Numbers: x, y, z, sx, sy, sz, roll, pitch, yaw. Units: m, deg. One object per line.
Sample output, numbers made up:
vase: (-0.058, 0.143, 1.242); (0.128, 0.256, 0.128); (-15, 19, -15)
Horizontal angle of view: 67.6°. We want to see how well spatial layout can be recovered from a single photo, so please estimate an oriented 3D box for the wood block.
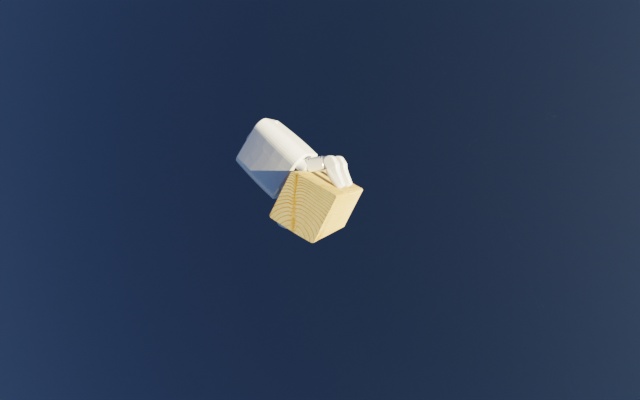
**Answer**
wood block: (0.000, 0.003, 0.870); (0.090, 0.091, 0.206); (30, 12, 13)
